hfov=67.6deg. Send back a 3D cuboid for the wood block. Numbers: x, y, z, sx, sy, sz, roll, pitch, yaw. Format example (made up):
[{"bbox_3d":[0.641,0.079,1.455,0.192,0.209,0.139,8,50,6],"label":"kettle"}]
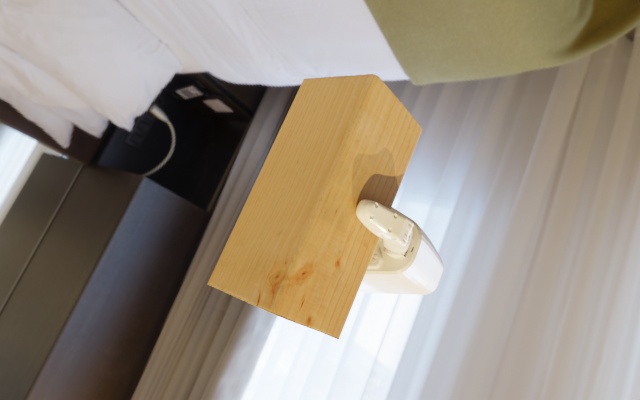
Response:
[{"bbox_3d":[0.000,0.002,0.423,0.091,0.206,0.090,11,-18,44],"label":"wood block"}]
